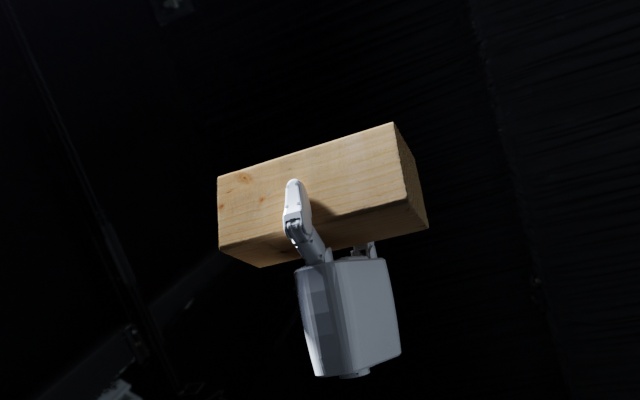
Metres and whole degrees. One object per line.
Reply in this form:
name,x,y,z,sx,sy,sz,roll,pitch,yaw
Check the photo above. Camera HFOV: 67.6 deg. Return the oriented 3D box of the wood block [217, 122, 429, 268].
wood block,0.000,0.002,0.519,0.206,0.090,0.091,-15,-25,19
